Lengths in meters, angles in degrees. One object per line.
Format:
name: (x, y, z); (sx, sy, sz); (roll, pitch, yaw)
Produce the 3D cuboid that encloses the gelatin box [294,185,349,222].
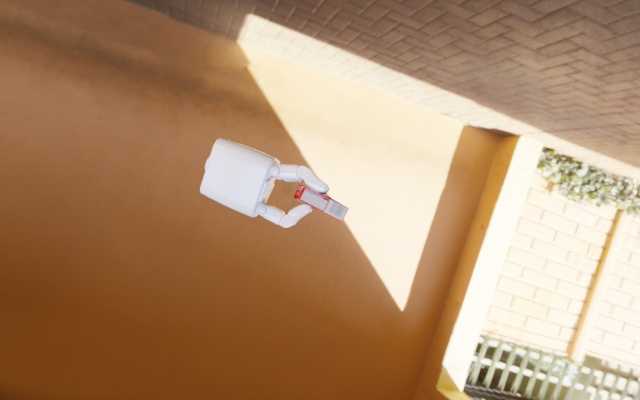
gelatin box: (0.000, 0.003, 0.847); (0.089, 0.030, 0.073); (27, -1, -9)
